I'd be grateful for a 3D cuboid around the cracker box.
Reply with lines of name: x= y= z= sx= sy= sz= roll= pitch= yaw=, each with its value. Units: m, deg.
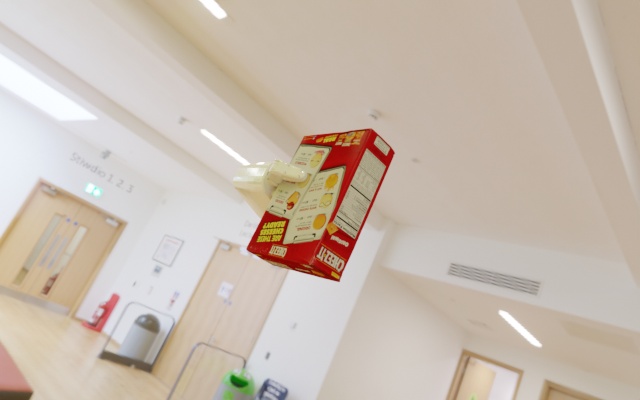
cracker box: x=0.000 y=0.002 z=0.715 sx=0.072 sy=0.213 sz=0.164 roll=36 pitch=-20 yaw=-34
